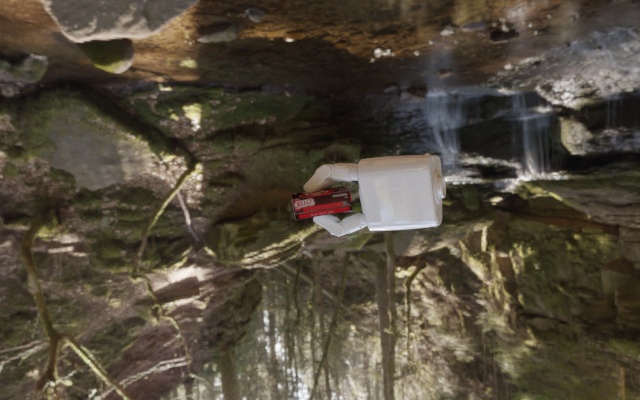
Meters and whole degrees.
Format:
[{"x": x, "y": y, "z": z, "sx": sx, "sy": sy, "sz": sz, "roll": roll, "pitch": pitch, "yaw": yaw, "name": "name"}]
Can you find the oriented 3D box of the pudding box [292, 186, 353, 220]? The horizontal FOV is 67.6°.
[{"x": 0.000, "y": 0.003, "z": 0.763, "sx": 0.090, "sy": 0.039, "sz": 0.113, "roll": -8, "pitch": 2, "yaw": -3, "name": "pudding box"}]
